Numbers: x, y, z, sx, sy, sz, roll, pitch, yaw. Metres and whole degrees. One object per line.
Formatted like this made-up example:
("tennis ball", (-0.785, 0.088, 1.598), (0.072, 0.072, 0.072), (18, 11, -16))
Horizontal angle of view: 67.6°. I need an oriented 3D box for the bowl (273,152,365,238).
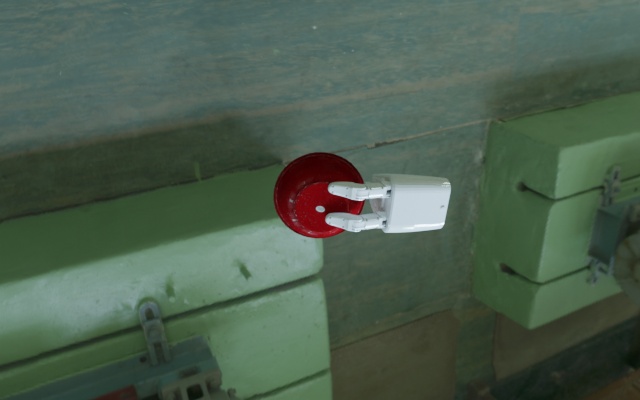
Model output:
("bowl", (-0.001, 0.003, 0.809), (0.162, 0.162, 0.055), (0, 22, -3))
